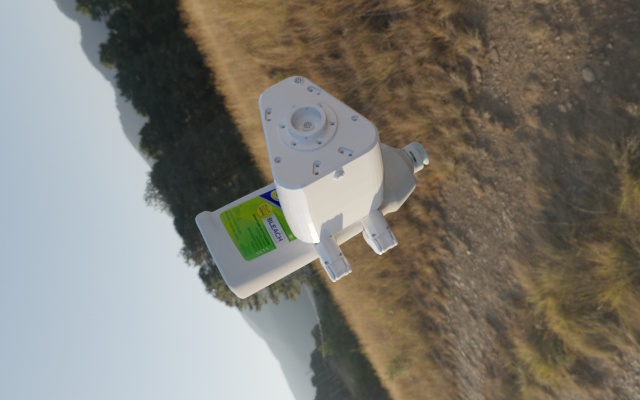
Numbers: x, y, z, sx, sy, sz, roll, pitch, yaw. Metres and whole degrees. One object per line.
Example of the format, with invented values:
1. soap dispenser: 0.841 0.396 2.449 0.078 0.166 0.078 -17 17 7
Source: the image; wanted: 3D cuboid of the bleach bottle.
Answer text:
1. bleach bottle: 0.000 0.002 0.519 0.251 0.102 0.068 -30 -26 -7
